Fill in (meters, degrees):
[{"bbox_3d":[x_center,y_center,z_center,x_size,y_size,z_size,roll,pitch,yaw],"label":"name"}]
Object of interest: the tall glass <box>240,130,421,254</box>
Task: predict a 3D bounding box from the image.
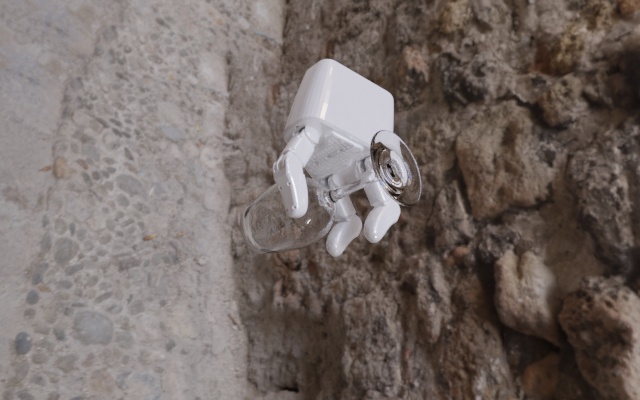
[{"bbox_3d":[0.000,0.001,0.496,0.201,0.079,0.079,-25,-16,39],"label":"tall glass"}]
